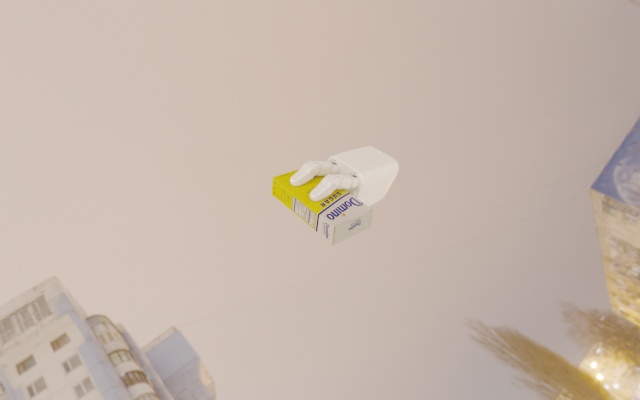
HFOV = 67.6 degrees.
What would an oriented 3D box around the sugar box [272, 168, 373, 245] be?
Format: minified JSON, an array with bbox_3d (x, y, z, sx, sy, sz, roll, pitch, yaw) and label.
[{"bbox_3d":[0.000,0.002,0.848,0.093,0.048,0.176,-22,41,-35],"label":"sugar box"}]
